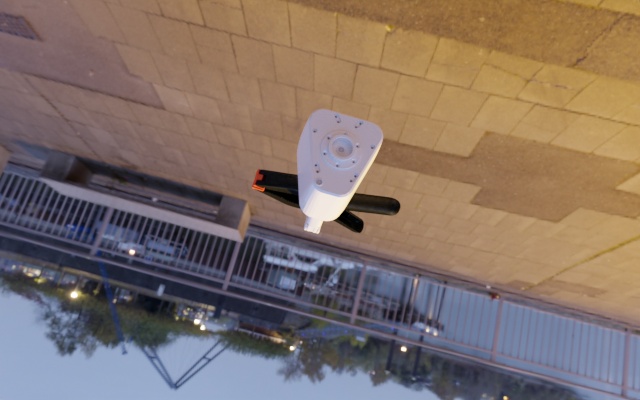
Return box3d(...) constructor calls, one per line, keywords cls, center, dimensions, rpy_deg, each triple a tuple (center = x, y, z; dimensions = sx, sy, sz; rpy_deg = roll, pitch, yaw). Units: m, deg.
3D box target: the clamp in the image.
box3d(cls="clamp", center=(-0.001, 0.003, 0.731), dimensions=(0.210, 0.036, 0.165), rpy_deg=(16, -18, -4))
